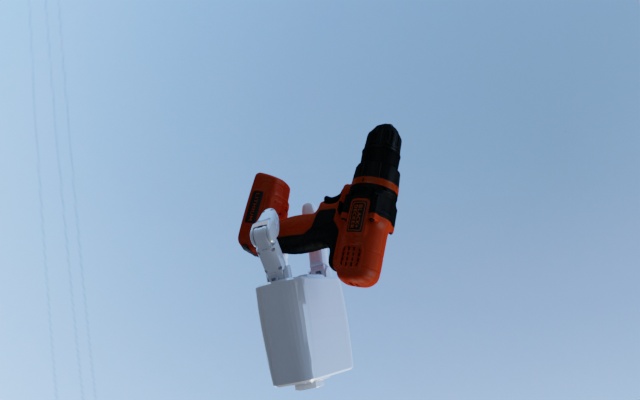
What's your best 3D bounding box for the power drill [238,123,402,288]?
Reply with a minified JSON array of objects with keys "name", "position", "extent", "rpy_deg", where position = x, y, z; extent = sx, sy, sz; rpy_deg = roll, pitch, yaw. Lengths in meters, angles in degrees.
[{"name":"power drill","position":[0.000,0.002,0.549],"extent":[0.187,0.184,0.057],"rpy_deg":[-2,-25,37]}]
